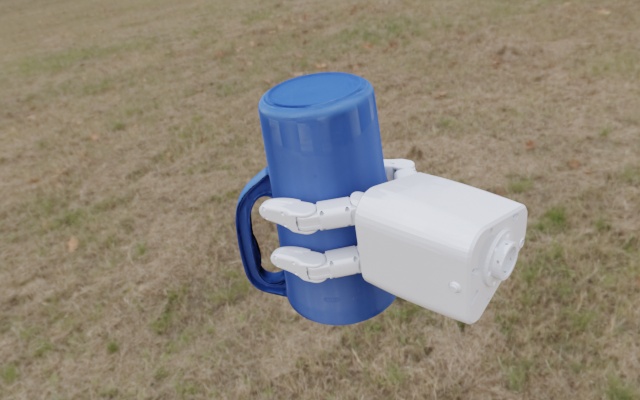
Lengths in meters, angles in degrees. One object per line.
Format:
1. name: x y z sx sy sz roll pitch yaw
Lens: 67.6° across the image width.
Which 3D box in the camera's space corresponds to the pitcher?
1. pitcher: 0.000 0.002 0.496 0.145 0.243 0.149 20 42 39
